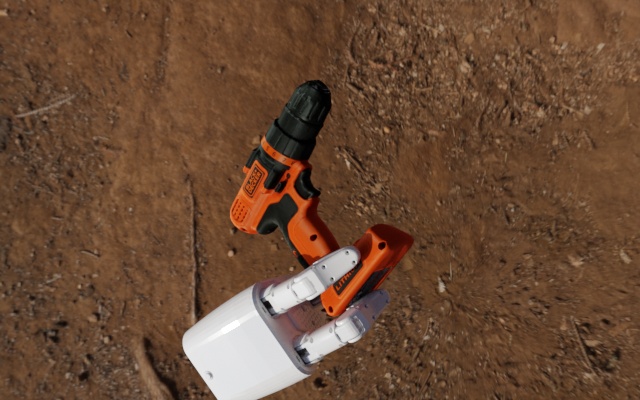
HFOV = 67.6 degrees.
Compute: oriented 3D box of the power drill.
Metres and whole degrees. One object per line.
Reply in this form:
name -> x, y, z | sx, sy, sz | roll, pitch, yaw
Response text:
power drill -> 0.000, 0.002, 0.469 | 0.057, 0.184, 0.187 | -7, 46, -49
